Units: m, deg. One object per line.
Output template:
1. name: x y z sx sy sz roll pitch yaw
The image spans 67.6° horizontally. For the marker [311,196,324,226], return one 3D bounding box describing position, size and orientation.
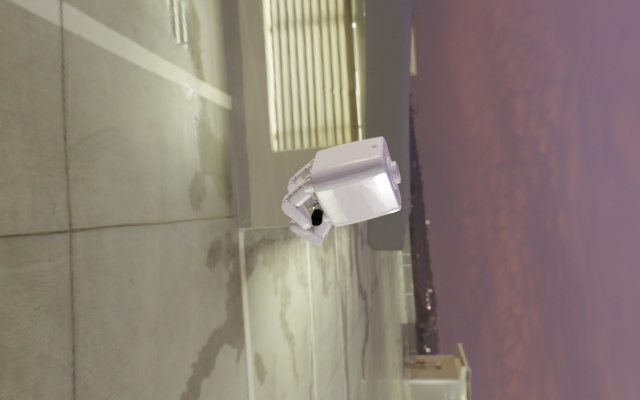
1. marker: 0.000 0.003 0.767 0.020 0.020 0.121 0 31 8
